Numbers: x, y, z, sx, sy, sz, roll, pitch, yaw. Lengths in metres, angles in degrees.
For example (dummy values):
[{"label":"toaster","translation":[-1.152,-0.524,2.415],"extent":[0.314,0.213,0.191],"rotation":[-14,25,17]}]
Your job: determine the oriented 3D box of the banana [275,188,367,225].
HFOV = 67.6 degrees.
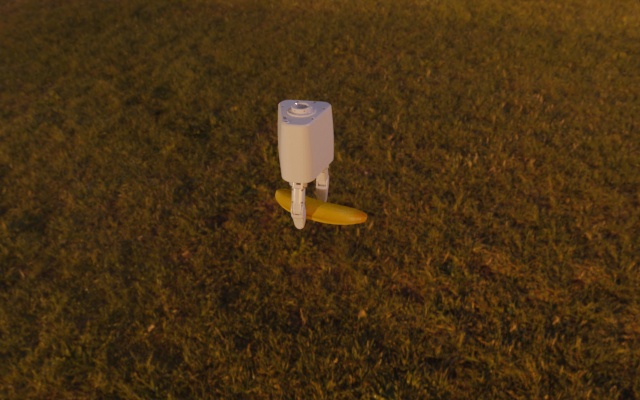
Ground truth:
[{"label":"banana","translation":[-0.013,0.009,0.878],"extent":[0.198,0.037,0.069],"rotation":[20,33,28]}]
